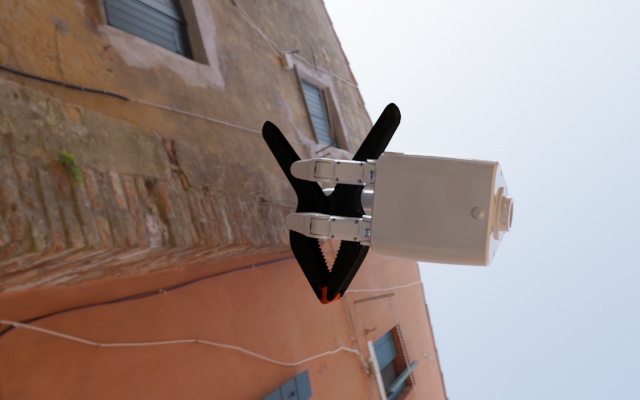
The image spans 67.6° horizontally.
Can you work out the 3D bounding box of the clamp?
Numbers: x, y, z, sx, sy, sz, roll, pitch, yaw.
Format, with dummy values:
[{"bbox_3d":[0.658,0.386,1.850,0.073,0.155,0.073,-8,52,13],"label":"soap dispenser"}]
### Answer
[{"bbox_3d":[0.001,0.002,0.513,0.164,0.210,0.036,6,2,31],"label":"clamp"}]
